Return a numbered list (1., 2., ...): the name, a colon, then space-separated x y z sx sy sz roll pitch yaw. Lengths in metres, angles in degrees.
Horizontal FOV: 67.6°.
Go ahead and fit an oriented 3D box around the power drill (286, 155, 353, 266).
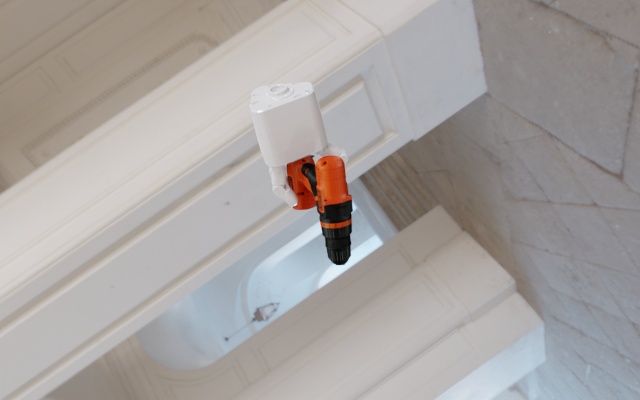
1. power drill: 0.000 0.002 0.831 0.057 0.184 0.187 -11 18 -20
